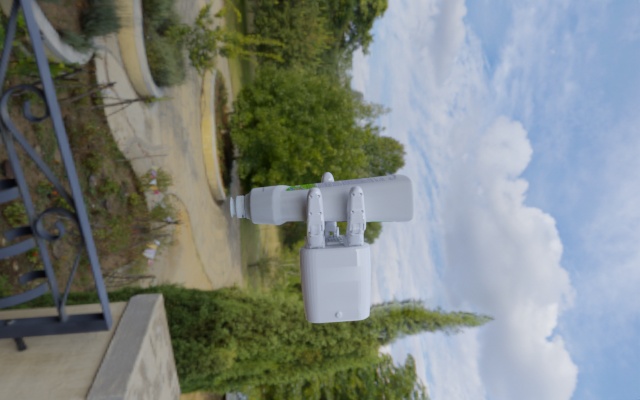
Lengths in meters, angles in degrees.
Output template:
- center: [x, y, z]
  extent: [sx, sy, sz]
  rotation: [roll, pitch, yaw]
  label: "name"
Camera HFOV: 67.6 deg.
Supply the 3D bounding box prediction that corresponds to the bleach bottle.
- center: [0.000, 0.002, 0.681]
  extent: [0.251, 0.068, 0.102]
  rotation: [-3, 5, -4]
  label: "bleach bottle"
